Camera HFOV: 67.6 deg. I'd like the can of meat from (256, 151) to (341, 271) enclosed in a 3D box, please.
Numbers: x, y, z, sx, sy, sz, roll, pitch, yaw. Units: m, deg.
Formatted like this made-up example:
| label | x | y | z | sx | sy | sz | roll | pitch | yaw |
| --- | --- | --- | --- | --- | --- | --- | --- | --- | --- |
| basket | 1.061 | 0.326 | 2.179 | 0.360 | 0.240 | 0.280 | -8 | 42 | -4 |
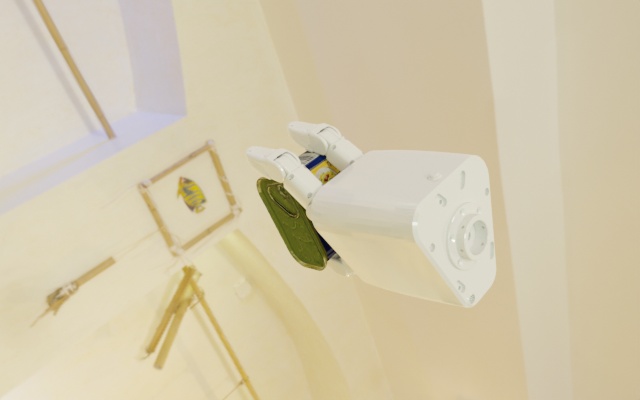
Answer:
| label | x | y | z | sx | sy | sz | roll | pitch | yaw |
| --- | --- | --- | --- | --- | --- | --- | --- | --- | --- |
| can of meat | 0.000 | 0.001 | 0.465 | 0.084 | 0.102 | 0.057 | -37 | 23 | -30 |
